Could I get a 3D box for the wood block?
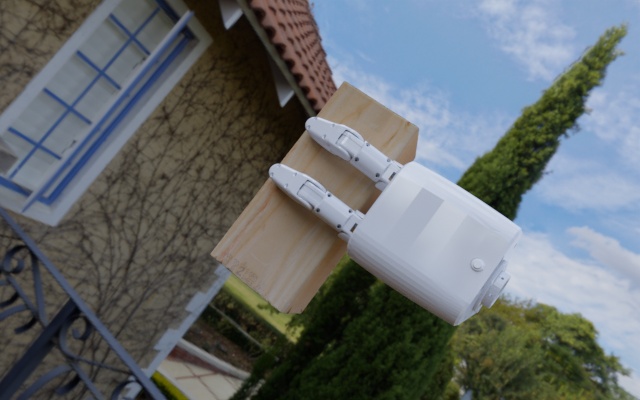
[{"bbox_3d":[0.001,0.002,0.475,0.090,0.206,0.091,36,-6,15],"label":"wood block"}]
